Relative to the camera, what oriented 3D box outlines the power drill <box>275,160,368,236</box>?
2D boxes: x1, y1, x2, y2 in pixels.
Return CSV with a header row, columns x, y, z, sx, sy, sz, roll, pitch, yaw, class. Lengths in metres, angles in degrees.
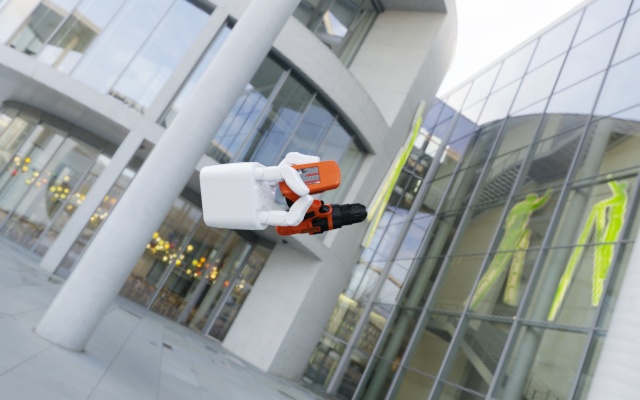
x,y,z,sx,sy,sz,roll,pitch,yaw,class
0.000,0.003,0.879,0.184,0.057,0.188,-10,-31,-4,power drill
